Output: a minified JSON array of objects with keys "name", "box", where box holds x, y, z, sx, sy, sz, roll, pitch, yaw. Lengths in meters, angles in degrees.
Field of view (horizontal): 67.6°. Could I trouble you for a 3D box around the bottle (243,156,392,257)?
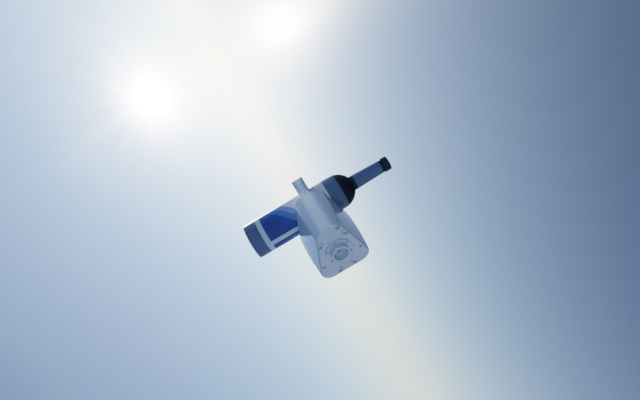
[{"name":"bottle","box":[0.000,0.003,0.891,0.295,0.069,0.069,-30,1,-2]}]
